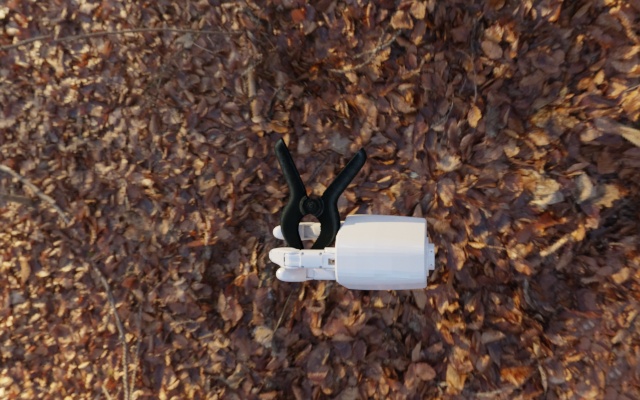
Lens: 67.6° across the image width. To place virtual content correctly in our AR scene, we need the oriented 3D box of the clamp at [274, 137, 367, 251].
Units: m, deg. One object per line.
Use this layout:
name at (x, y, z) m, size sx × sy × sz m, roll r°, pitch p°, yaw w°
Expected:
clamp at (0.000, 0.002, 0.620) m, size 0.120 × 0.171 × 0.039 m, roll -1°, pitch 2°, yaw 12°
